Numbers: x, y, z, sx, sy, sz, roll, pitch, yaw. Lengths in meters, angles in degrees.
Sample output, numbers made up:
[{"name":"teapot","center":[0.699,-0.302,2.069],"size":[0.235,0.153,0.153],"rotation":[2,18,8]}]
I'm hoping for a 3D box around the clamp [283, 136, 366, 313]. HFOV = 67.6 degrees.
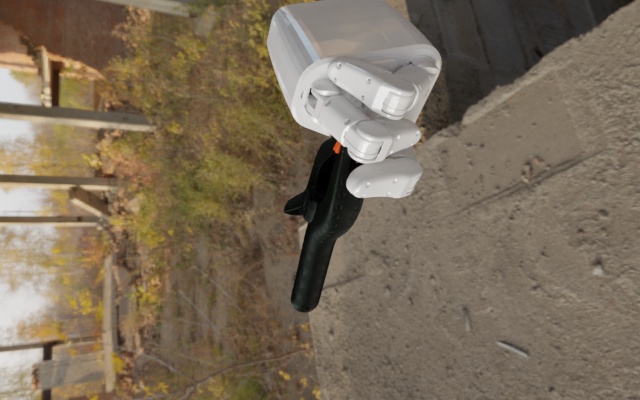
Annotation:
[{"name":"clamp","center":[0.000,0.001,0.409],"size":[0.039,0.172,0.120],"rotation":[4,42,-24]}]
